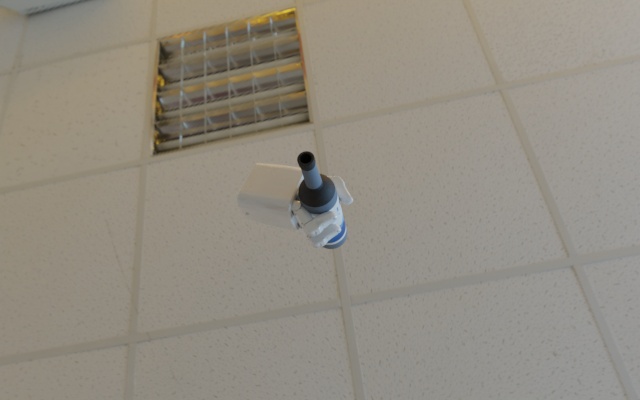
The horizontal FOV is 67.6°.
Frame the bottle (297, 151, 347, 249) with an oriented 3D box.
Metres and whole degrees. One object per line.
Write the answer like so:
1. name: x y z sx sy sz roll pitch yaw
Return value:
1. bottle: 0.000 0.003 0.861 0.069 0.069 0.296 0 -27 10
